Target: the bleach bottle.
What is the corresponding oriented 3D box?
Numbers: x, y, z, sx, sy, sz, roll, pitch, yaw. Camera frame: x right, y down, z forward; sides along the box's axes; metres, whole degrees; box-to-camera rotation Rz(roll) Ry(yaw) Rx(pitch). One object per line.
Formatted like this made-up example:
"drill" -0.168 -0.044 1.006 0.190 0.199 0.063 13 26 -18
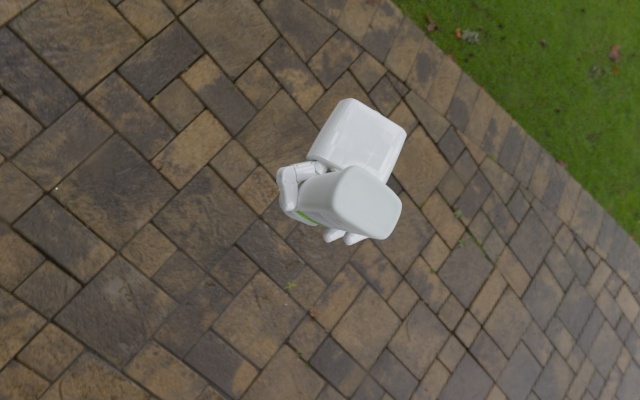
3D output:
"bleach bottle" 0.000 0.002 0.678 0.102 0.068 0.251 34 -15 -25
